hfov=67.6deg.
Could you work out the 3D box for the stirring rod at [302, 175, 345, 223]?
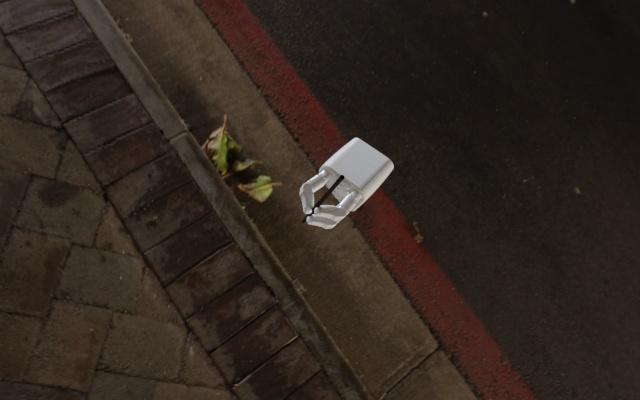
[{"bbox_3d":[0.000,0.003,0.876,0.011,0.011,0.240,0,-20,-18],"label":"stirring rod"}]
